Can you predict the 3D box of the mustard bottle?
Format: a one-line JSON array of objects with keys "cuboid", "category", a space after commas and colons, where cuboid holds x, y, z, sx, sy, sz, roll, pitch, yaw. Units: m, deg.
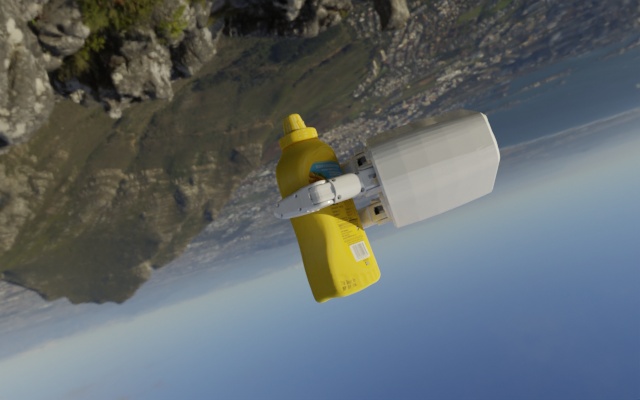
[{"cuboid": [0.000, 0.002, 0.493, 0.058, 0.191, 0.096, -22, -7, 31], "category": "mustard bottle"}]
